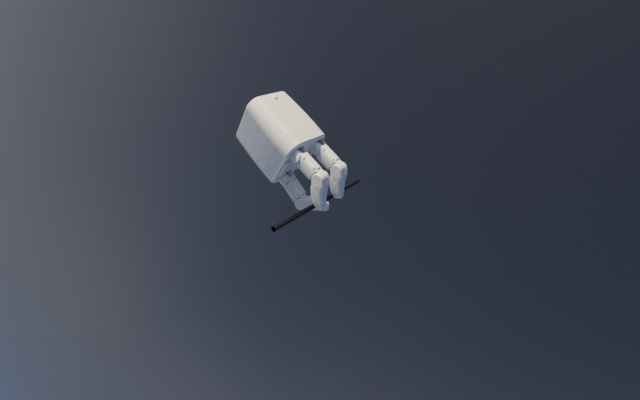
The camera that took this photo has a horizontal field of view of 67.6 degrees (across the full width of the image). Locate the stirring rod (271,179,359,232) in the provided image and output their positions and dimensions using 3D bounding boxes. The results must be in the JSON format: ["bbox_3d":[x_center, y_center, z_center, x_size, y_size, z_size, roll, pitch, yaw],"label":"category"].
[{"bbox_3d":[0.000,0.002,0.759,0.011,0.011,0.239,0,18,35],"label":"stirring rod"}]
